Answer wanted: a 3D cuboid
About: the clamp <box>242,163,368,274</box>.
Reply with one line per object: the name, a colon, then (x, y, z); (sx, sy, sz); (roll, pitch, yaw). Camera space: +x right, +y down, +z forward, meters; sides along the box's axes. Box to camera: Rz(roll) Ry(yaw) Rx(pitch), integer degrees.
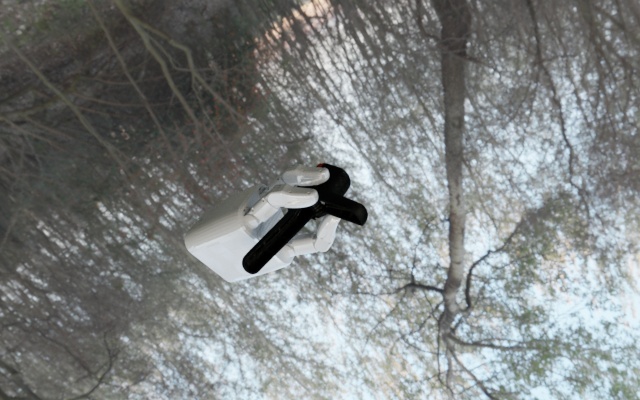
clamp: (0.000, 0.002, 0.606); (0.164, 0.036, 0.210); (-22, 22, 27)
